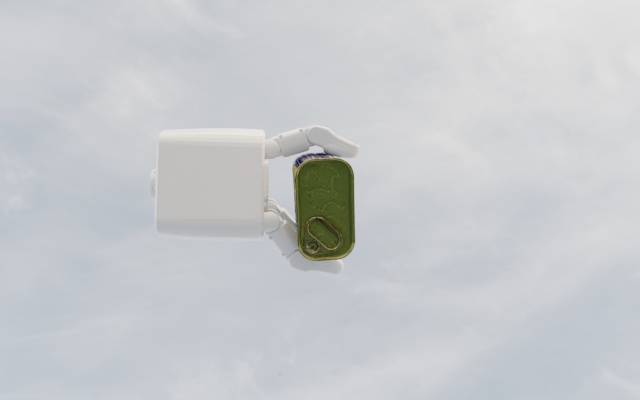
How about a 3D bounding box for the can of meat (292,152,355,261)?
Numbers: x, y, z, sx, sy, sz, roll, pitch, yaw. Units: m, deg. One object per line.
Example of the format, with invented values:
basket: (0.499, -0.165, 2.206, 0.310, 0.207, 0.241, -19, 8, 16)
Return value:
can of meat: (0.000, 0.001, 0.501, 0.057, 0.102, 0.084, -4, 12, -7)
